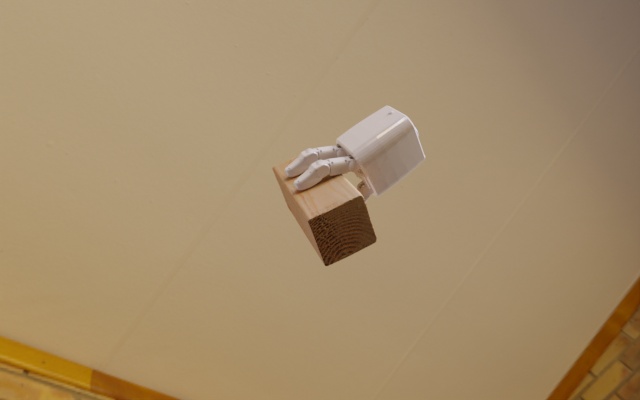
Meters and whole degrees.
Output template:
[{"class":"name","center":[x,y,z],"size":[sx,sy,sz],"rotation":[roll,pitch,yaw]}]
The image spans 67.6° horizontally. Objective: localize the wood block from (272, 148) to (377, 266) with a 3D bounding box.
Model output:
[{"class":"wood block","center":[0.001,0.003,0.775],"size":[0.090,0.091,0.206],"rotation":[-25,31,-8]}]
